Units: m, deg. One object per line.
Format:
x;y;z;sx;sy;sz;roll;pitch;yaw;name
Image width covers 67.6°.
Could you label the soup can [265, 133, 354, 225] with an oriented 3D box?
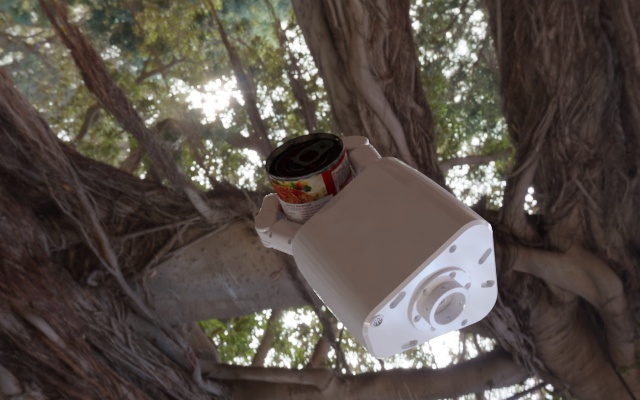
0.000;0.001;0.421;0.068;0.102;0.068;-13;35;9;soup can
